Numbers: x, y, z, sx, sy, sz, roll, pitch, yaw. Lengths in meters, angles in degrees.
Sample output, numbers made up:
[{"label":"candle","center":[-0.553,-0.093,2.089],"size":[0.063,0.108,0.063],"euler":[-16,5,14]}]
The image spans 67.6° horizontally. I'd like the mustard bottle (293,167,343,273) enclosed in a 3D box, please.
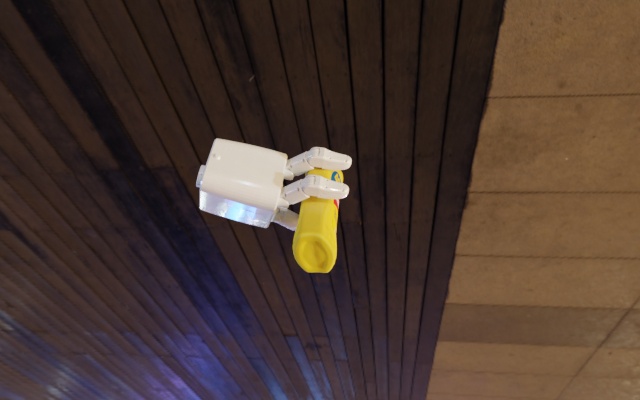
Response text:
[{"label":"mustard bottle","center":[0.000,0.003,0.695],"size":[0.058,0.191,0.096],"euler":[-1,-41,9]}]
